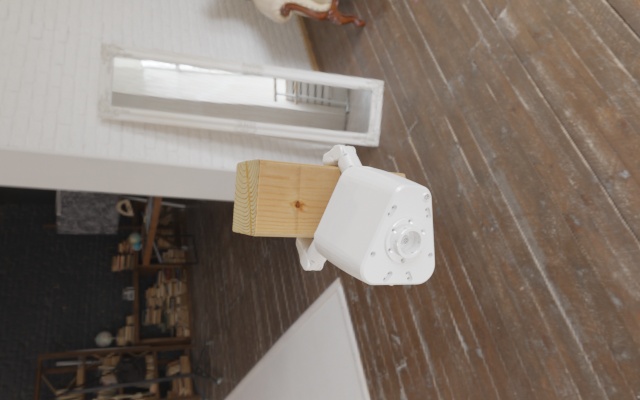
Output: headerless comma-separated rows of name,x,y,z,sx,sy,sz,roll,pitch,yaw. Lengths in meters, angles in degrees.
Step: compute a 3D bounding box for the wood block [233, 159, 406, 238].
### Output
wood block,0.000,0.002,0.624,0.206,0.091,0.090,4,-1,-27
